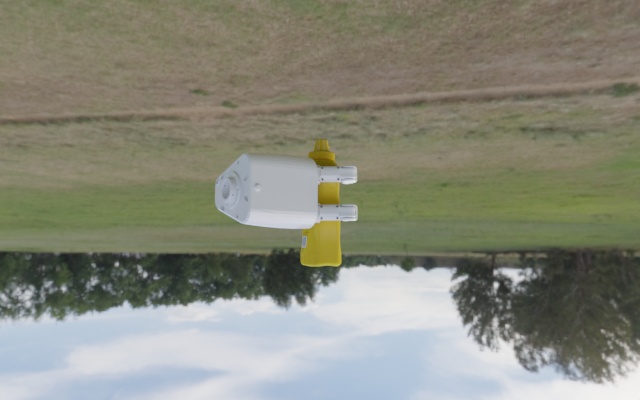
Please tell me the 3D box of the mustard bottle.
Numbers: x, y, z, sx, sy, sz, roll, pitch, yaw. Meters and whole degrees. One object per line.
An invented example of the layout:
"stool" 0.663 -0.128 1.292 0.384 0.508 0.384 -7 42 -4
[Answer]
"mustard bottle" 0.000 0.003 0.725 0.058 0.191 0.096 1 -5 -12
